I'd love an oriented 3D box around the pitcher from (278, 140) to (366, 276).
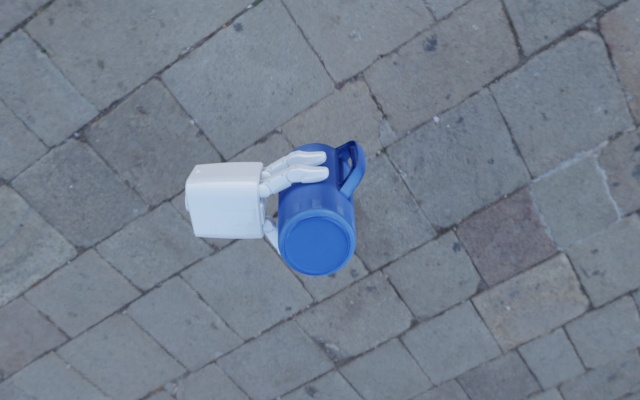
[{"bbox_3d":[0.000,0.003,0.750,0.145,0.149,0.242,0,26,-2],"label":"pitcher"}]
